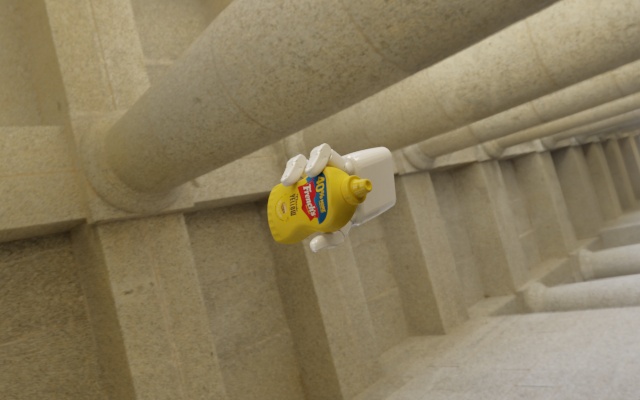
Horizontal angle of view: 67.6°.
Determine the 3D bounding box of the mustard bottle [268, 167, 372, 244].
[{"bbox_3d":[0.000,0.002,0.712,0.058,0.096,0.192,13,-23,-42],"label":"mustard bottle"}]
